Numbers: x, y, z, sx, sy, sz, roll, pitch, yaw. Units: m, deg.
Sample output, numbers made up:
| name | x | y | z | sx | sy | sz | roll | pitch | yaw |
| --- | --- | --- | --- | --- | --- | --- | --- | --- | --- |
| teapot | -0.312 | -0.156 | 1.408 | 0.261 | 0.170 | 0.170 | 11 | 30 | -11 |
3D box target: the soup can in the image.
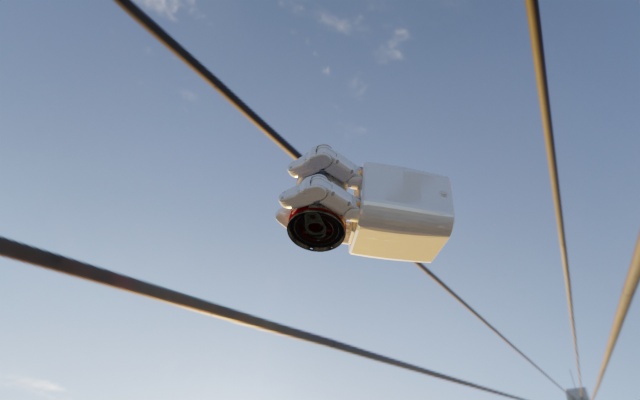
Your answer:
| name | x | y | z | sx | sy | sz | roll | pitch | yaw |
| --- | --- | --- | --- | --- | --- | --- | --- | --- | --- |
| soup can | 0.000 | 0.002 | 0.581 | 0.068 | 0.069 | 0.102 | 0 | 43 | 8 |
